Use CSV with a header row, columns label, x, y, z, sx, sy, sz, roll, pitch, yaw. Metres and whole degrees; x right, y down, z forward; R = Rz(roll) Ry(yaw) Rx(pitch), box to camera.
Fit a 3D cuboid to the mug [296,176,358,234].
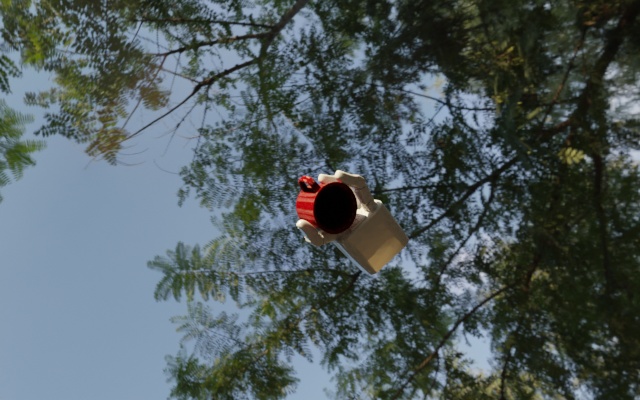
label,x,y,z,sx,sy,sz,roll,pitch,yaw
mug,-0.001,0.002,0.870,0.093,0.117,0.081,-48,24,-19
